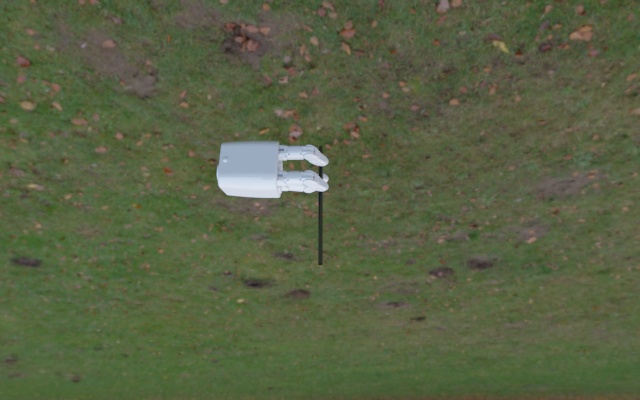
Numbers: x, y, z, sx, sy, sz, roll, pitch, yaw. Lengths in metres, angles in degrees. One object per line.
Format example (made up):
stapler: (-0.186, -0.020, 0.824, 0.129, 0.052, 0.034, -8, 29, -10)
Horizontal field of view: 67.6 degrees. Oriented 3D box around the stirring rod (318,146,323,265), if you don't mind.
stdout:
stirring rod: (0.000, 0.003, 0.881, 0.011, 0.239, 0.011, 0, -26, 0)
